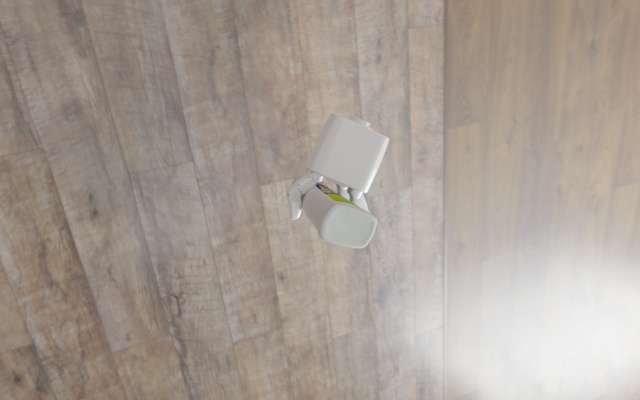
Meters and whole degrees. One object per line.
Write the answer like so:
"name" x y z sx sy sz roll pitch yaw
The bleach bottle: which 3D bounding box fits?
"bleach bottle" 0.000 0.003 0.864 0.102 0.068 0.250 18 11 -29
